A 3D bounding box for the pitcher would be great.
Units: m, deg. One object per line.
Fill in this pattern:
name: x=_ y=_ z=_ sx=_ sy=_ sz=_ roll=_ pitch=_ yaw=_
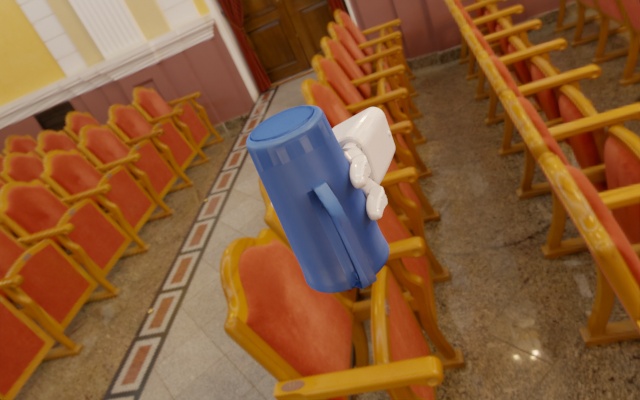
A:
pitcher: x=0.000 y=0.002 z=0.649 sx=0.149 sy=0.243 sz=0.145 roll=-6 pitch=33 yaw=33
